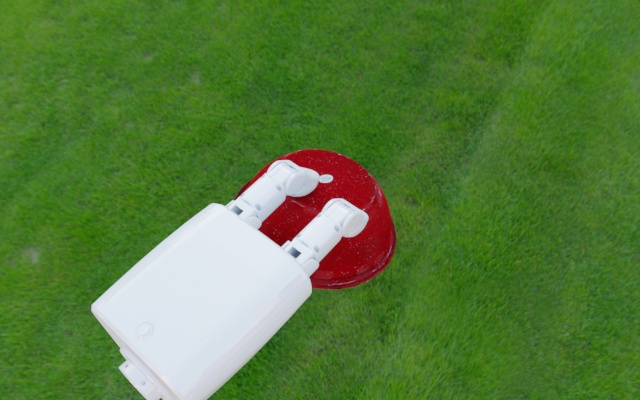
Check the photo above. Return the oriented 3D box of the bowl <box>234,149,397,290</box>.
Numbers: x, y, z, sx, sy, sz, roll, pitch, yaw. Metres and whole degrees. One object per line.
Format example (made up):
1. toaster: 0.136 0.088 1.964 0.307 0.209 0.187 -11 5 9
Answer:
1. bowl: 0.001 0.000 0.442 0.162 0.055 0.162 9 41 -8
